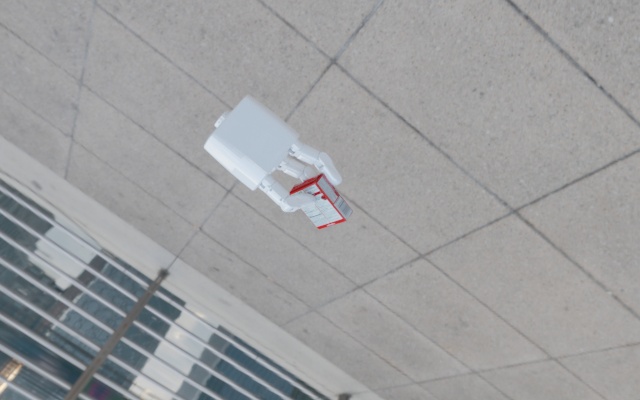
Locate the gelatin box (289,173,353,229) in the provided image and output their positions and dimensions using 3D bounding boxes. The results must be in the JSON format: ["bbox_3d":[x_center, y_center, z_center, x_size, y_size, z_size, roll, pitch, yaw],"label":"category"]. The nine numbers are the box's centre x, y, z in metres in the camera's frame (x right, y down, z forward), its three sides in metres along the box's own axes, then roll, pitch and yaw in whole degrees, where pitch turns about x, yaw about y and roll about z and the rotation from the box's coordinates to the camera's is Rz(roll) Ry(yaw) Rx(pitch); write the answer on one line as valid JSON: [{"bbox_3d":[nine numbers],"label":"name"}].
[{"bbox_3d":[0.000,0.003,0.810,0.073,0.089,0.030,-21,24,46],"label":"gelatin box"}]
